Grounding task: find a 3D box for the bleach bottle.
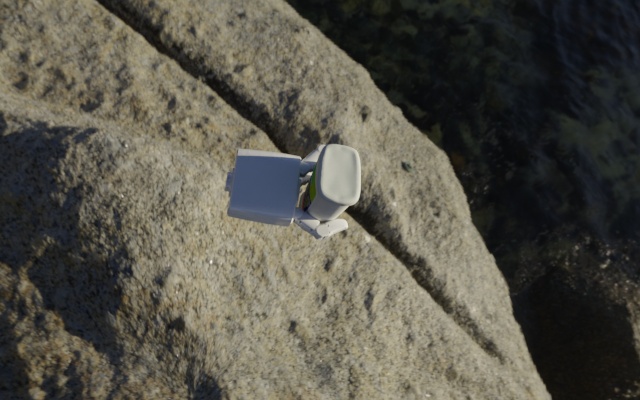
[{"bbox_3d":[0.000,0.003,0.824,0.068,0.102,0.251,9,-24,-11],"label":"bleach bottle"}]
